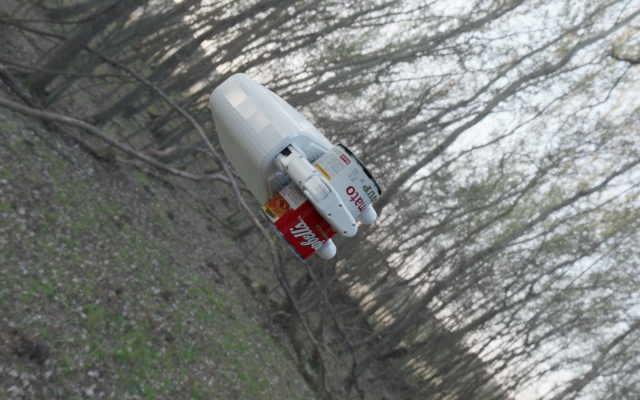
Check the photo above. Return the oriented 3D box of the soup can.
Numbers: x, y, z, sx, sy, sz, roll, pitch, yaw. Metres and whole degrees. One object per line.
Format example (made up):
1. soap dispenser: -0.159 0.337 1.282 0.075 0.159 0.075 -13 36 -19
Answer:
1. soup can: 0.001 0.002 0.465 0.102 0.068 0.068 -40 3 -3
